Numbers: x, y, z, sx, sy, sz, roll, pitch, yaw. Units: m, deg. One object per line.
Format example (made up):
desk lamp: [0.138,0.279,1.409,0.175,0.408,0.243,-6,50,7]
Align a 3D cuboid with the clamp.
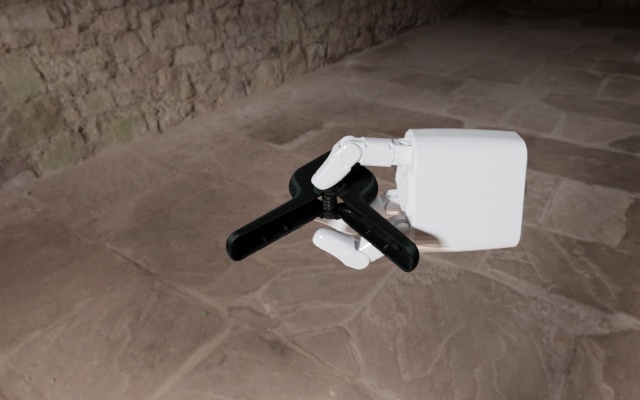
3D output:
clamp: [0.000,0.001,0.479,0.164,0.036,0.209,1,30,-1]
